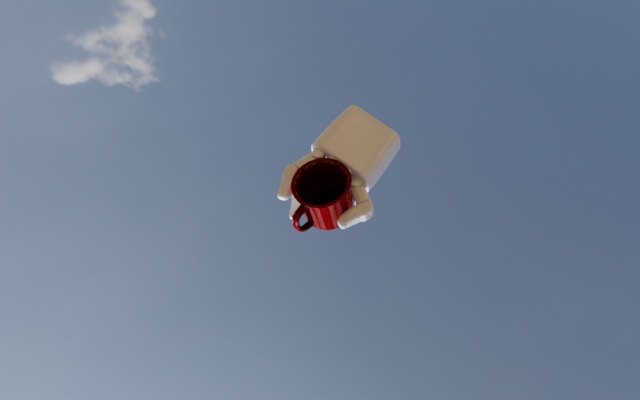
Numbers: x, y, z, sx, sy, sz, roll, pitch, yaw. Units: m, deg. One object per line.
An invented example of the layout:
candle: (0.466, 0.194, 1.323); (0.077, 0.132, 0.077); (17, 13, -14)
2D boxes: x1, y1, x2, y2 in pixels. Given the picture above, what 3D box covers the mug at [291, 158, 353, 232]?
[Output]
mug: (-0.001, 0.004, 0.744); (0.093, 0.117, 0.082); (30, -23, 27)
